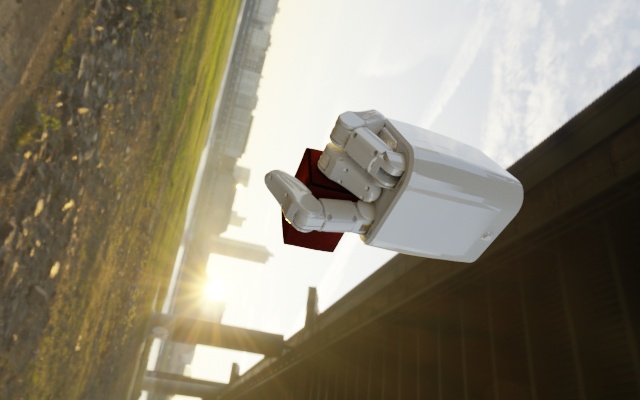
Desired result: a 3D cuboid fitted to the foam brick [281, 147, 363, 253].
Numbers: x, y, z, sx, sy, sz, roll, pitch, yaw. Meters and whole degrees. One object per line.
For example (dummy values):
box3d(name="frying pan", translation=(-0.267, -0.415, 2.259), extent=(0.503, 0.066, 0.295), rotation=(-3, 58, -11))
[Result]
box3d(name="foam brick", translation=(0.000, 0.002, 0.433), extent=(0.051, 0.053, 0.078), rotation=(12, -48, -18))
